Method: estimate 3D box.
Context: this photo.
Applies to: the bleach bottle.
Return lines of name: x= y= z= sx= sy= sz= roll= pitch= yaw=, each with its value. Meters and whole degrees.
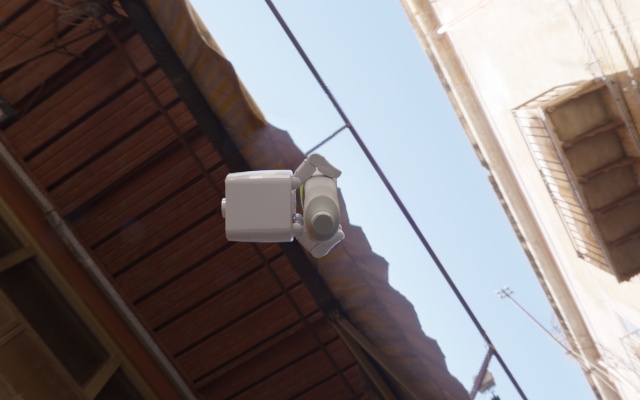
bleach bottle: x=0.000 y=0.003 z=0.766 sx=0.068 sy=0.102 sz=0.250 roll=-2 pitch=10 yaw=-1
